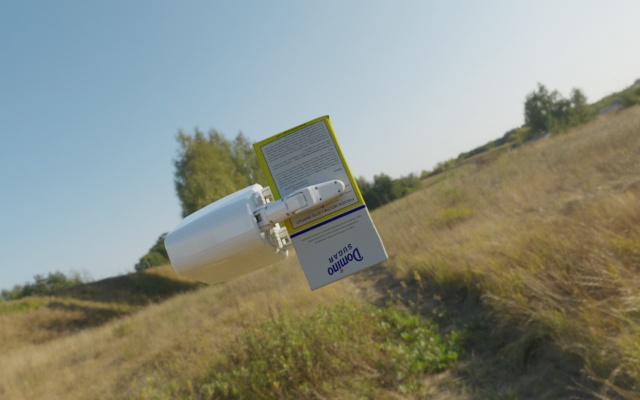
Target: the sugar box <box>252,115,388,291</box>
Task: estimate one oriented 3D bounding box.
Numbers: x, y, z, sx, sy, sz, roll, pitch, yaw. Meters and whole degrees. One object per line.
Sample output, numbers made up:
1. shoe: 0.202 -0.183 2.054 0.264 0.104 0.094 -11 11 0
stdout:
1. sugar box: 0.000 0.002 0.540 0.093 0.176 0.048 -22 -4 3
